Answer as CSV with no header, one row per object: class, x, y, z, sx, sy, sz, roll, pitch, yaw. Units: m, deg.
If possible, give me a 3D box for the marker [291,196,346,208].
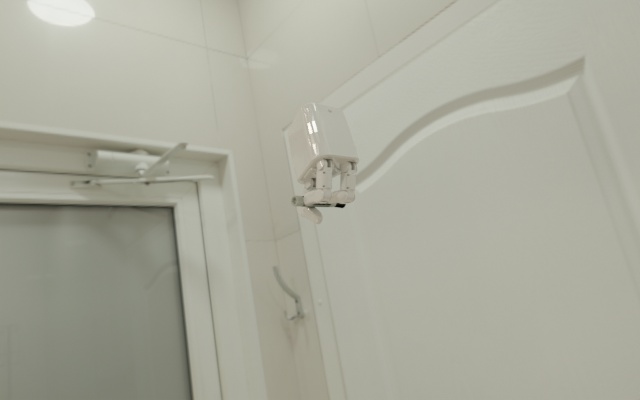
marker,0.000,0.003,0.856,0.121,0.020,0.020,3,-2,-41
